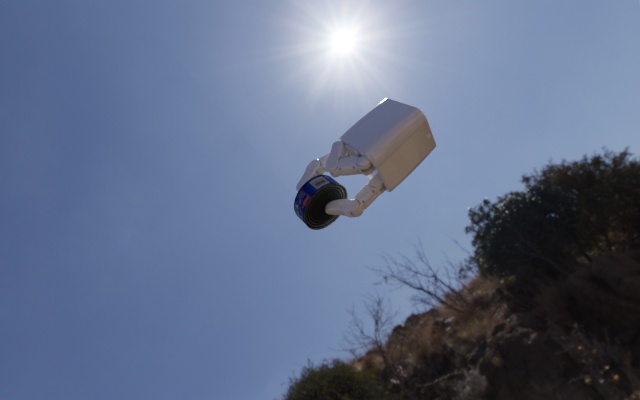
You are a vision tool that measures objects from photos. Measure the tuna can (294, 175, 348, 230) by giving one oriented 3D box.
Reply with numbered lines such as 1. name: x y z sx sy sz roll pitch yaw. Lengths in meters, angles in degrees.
1. tuna can: 0.000 0.002 0.764 0.086 0.086 0.033 0 31 -44
